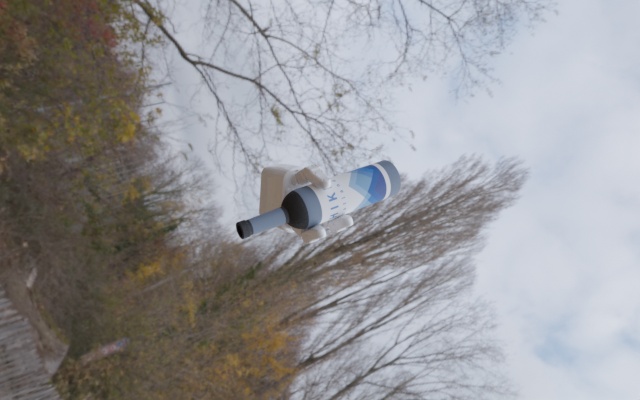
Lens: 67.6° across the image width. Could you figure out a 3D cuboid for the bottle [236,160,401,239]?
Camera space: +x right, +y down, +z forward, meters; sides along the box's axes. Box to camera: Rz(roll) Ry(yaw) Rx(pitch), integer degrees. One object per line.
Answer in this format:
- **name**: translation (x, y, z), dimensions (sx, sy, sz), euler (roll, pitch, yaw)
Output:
- **bottle**: translation (0.000, 0.003, 0.790), dimensions (0.295, 0.069, 0.069), euler (-20, 9, -28)
